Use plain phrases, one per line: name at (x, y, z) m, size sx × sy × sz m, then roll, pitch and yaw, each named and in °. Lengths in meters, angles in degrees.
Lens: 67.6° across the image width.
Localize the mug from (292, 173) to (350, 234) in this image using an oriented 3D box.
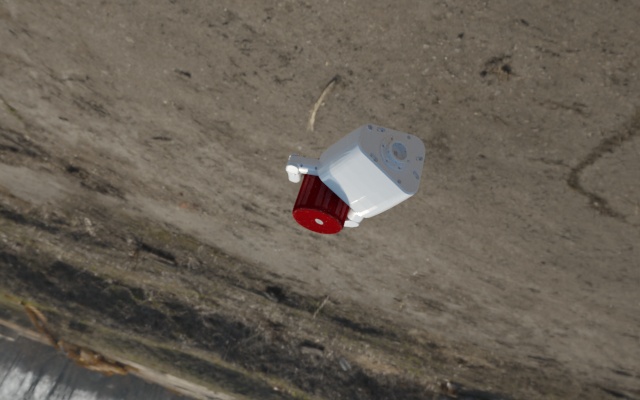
mug at (-0.001, 0.003, 0.744) m, size 0.093 × 0.081 × 0.117 m, roll 28°, pitch -29°, yaw -18°
